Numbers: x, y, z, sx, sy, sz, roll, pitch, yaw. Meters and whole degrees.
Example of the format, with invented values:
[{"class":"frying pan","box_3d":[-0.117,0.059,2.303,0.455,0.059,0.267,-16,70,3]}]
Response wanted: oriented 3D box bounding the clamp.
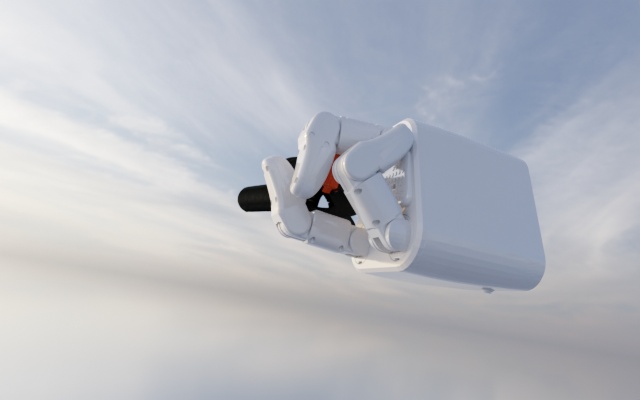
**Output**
[{"class":"clamp","box_3d":[0.000,0.001,0.415,0.120,0.039,0.171,14,-13,-18]}]
